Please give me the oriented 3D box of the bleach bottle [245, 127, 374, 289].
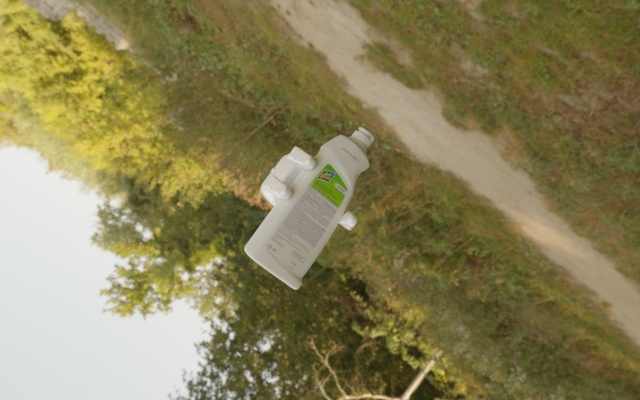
[{"bbox_3d":[0.000,0.002,0.714,0.102,0.251,0.068,39,-5,-20],"label":"bleach bottle"}]
